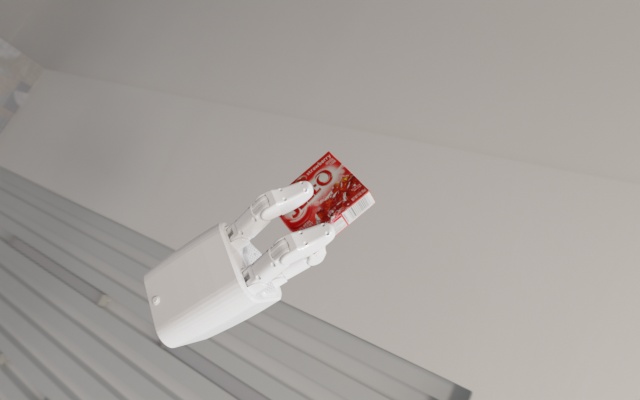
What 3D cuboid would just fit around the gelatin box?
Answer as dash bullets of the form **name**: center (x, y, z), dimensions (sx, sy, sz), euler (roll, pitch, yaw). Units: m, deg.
- **gelatin box**: center (0.000, 0.002, 0.505), dimensions (0.073, 0.089, 0.030), euler (47, -5, 34)
